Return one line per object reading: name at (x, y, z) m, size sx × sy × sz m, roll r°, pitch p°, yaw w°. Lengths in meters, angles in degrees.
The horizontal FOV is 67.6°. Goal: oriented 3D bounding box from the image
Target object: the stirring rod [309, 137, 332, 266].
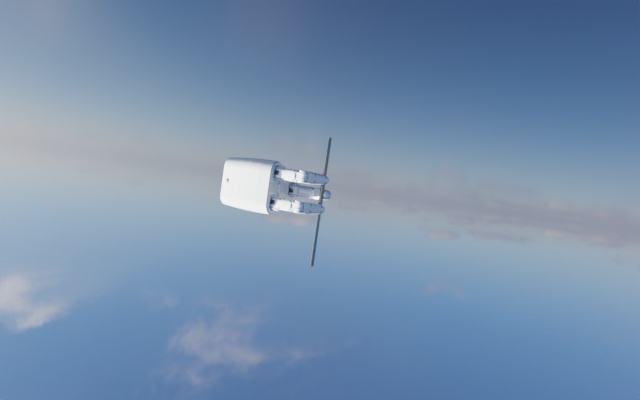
stirring rod at (0.000, 0.003, 0.886) m, size 0.011 × 0.239 × 0.011 m, roll 8°, pitch 2°, yaw 0°
